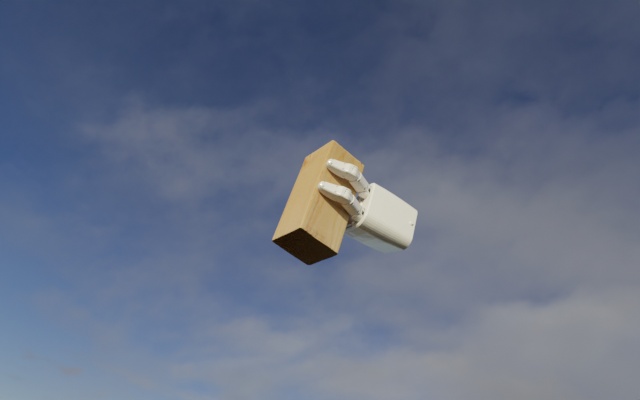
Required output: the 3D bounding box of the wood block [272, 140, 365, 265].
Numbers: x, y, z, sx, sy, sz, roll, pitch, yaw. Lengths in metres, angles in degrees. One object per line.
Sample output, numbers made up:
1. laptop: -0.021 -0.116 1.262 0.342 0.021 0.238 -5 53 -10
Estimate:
1. wood block: 0.000 0.003 0.885 0.090 0.206 0.091 37 -39 -22
